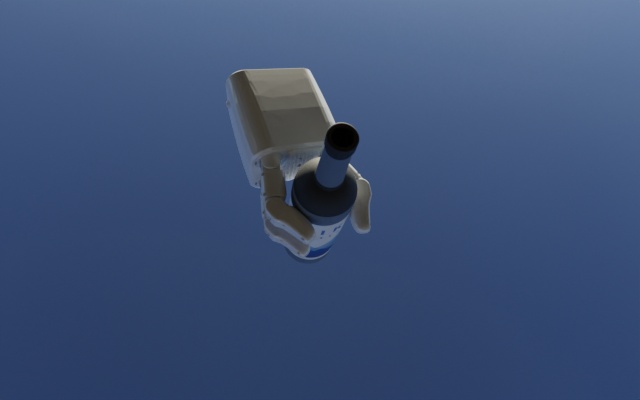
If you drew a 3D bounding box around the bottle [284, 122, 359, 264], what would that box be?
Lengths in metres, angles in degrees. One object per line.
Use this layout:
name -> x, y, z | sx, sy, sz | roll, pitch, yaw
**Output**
bottle -> 0.000, 0.002, 0.519 | 0.069, 0.069, 0.296 | 0, -21, -7
